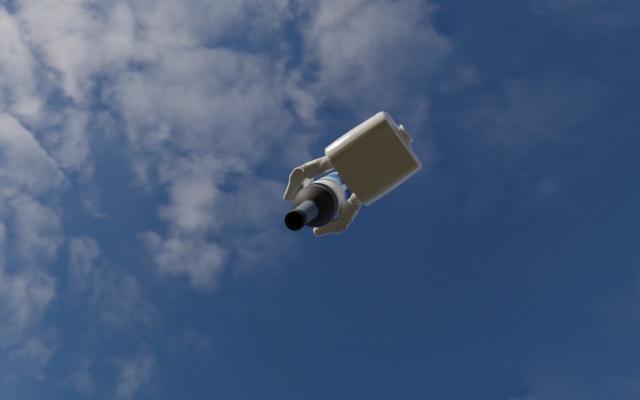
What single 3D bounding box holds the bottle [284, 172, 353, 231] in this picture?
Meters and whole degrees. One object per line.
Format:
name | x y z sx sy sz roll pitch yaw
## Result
bottle | 0.000 0.003 0.762 0.069 0.069 0.295 0 9 14
